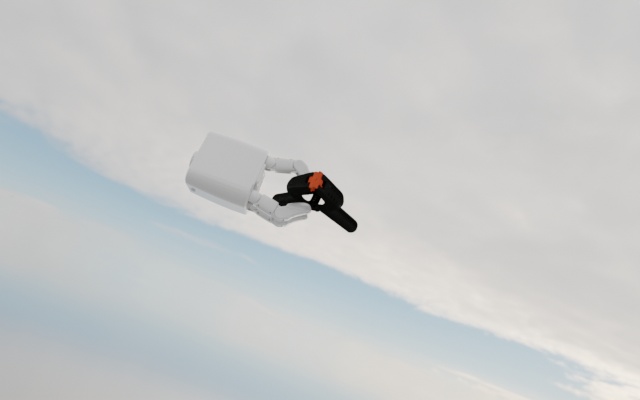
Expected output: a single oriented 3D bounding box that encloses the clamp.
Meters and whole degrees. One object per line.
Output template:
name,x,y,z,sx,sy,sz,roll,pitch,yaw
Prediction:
clamp,0.000,0.002,0.795,0.164,0.036,0.210,20,-16,-3
